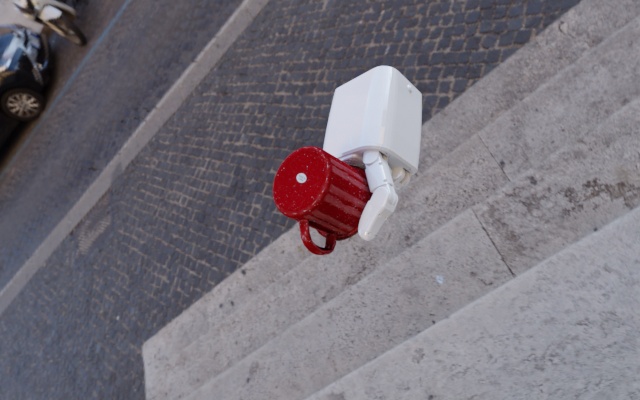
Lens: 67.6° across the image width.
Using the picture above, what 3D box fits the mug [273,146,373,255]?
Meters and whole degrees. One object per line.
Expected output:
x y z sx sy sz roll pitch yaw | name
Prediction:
0.000 0.003 0.528 0.093 0.117 0.081 -6 -21 38 | mug
